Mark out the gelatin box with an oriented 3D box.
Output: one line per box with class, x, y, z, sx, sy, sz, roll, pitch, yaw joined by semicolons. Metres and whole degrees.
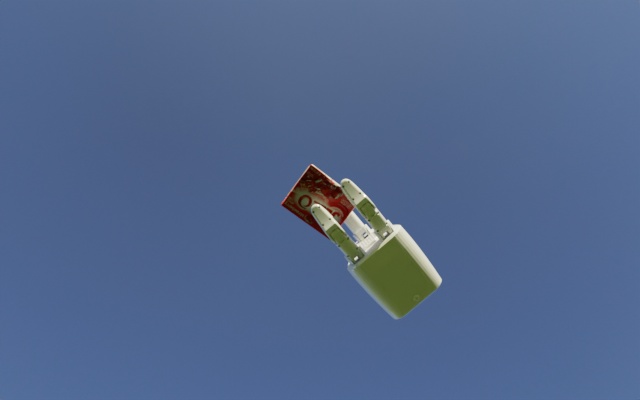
gelatin box;0.000;0.002;0.691;0.089;0.073;0.030;37;4;-3
